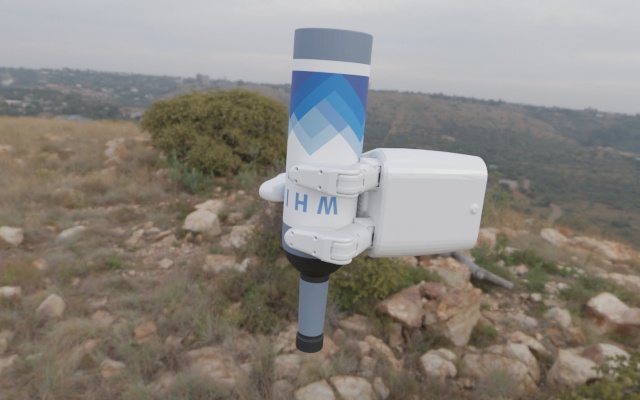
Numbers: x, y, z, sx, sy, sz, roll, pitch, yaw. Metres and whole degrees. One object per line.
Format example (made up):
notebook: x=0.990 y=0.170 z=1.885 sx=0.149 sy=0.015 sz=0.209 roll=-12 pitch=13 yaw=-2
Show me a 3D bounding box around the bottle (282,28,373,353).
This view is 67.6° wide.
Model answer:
bottle: x=0.000 y=0.001 z=0.437 sx=0.069 sy=0.296 sz=0.069 roll=4 pitch=14 yaw=-1
